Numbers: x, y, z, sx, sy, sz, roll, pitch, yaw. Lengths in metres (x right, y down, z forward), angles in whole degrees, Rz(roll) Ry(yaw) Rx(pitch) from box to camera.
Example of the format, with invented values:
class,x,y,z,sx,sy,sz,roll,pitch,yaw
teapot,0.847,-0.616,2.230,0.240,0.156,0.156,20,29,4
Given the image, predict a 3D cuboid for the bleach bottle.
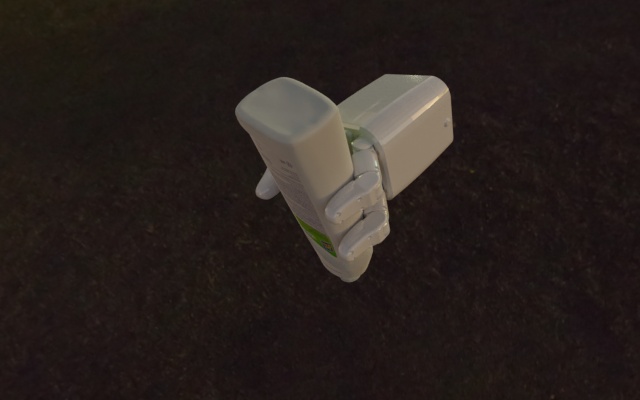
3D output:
class,x,y,z,sx,sy,sz,roll,pitch,yaw
bleach bottle,0.000,0.002,0.499,0.068,0.251,0.102,-38,48,-17
